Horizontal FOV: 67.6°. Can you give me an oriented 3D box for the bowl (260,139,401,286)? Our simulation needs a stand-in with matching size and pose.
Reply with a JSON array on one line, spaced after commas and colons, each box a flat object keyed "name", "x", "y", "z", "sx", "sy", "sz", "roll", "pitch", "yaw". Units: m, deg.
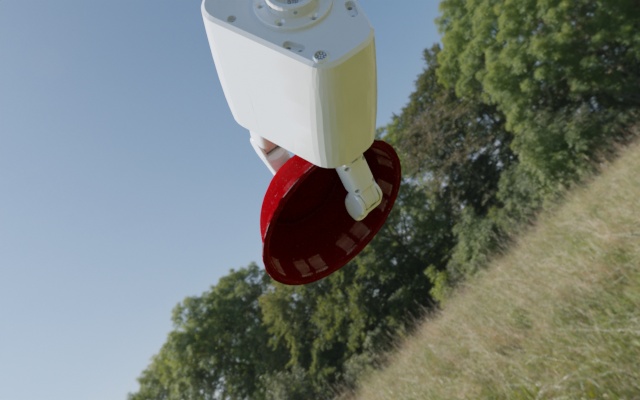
[{"name": "bowl", "x": 0.000, "y": 0.002, "z": 0.453, "sx": 0.162, "sy": 0.162, "sz": 0.055, "roll": 0, "pitch": 33, "yaw": -47}]
